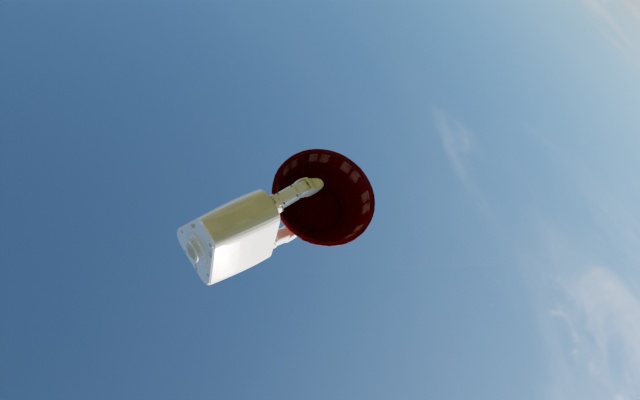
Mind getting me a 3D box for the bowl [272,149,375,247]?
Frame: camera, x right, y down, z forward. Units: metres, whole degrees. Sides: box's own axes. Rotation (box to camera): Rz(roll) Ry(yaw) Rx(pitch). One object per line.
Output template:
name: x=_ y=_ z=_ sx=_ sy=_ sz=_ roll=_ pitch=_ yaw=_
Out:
bowl: x=0.001 y=0.002 z=0.745 sx=0.162 sy=0.162 sz=0.055 roll=0 pitch=-23 yaw=-15
